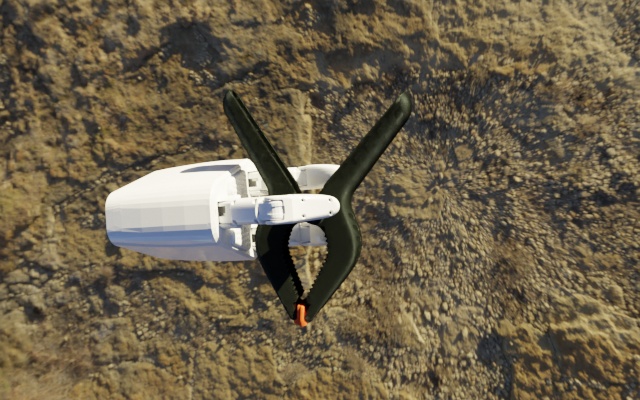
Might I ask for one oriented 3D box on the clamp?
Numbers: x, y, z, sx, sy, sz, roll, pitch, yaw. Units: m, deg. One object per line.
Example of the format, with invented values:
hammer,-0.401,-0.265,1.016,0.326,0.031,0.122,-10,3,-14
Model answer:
clamp,0.000,0.002,0.411,0.164,0.210,0.036,-3,1,13
